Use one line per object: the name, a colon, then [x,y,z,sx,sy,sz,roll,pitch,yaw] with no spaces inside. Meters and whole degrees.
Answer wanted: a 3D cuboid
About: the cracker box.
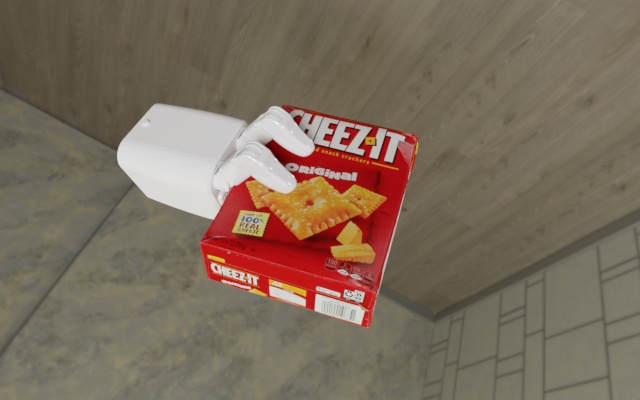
cracker box: [0.000,0.002,0.492,0.164,0.213,0.072,15,-40,9]
